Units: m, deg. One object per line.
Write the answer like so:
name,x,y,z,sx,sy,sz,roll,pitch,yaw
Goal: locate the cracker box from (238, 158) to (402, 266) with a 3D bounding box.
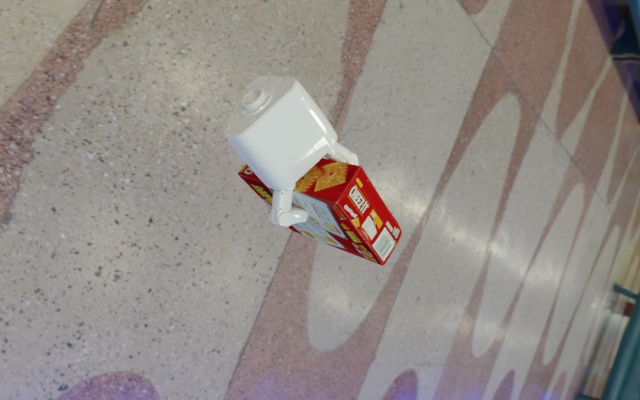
cracker box,0.000,0.003,0.729,0.213,0.072,0.164,17,-25,43
